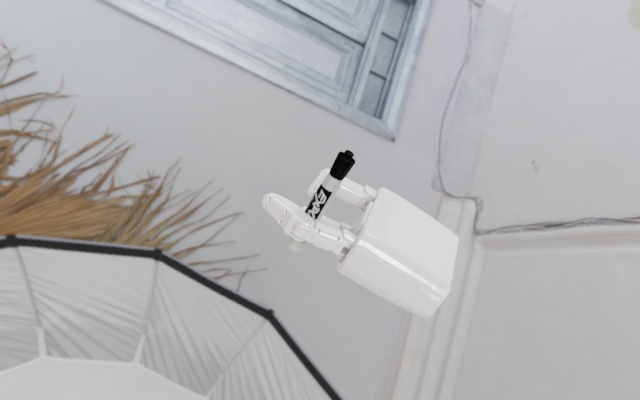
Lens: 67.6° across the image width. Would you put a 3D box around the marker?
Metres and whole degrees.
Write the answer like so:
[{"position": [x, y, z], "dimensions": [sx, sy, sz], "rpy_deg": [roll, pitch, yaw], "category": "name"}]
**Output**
[{"position": [0.000, 0.002, 0.476], "dimensions": [0.020, 0.121, 0.020], "rpy_deg": [25, 25, -13], "category": "marker"}]
